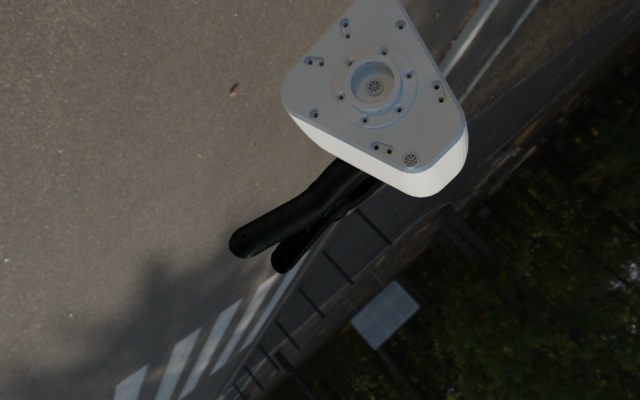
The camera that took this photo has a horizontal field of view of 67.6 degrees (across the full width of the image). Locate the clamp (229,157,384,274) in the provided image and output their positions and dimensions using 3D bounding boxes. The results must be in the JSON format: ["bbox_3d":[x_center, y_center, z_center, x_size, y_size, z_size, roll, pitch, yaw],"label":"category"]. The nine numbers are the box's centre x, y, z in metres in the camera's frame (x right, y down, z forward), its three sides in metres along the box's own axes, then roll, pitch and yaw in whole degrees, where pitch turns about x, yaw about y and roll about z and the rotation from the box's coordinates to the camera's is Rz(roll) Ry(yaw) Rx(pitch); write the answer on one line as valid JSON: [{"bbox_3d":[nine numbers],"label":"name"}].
[{"bbox_3d":[0.001,0.002,0.407,0.171,0.039,0.120,-45,-14,7],"label":"clamp"}]
